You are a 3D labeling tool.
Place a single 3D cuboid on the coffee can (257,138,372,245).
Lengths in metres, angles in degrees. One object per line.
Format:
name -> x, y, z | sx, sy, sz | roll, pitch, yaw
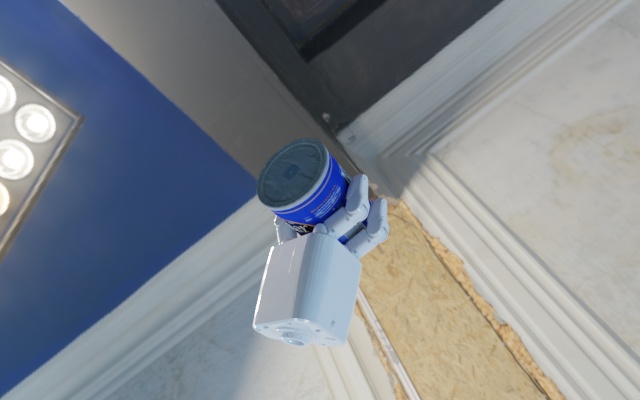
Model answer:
coffee can -> 0.000, 0.002, 0.619 | 0.103, 0.102, 0.140 | 0, -32, 38
